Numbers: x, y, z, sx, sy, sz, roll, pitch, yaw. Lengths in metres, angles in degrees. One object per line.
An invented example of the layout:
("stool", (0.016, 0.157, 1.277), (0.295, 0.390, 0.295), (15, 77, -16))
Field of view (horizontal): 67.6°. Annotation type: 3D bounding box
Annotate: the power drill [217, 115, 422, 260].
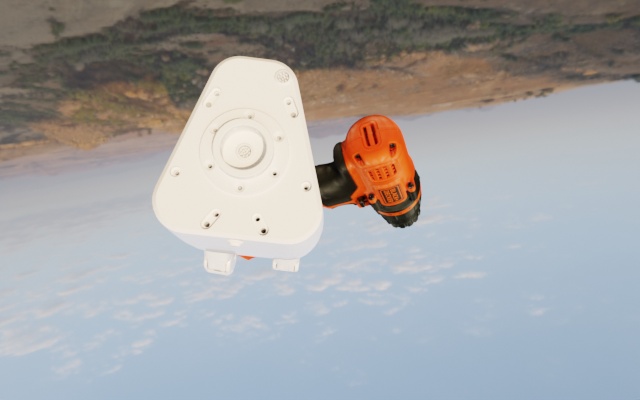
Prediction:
("power drill", (0.000, 0.002, 0.447), (0.187, 0.057, 0.184), (-18, -27, 10))
